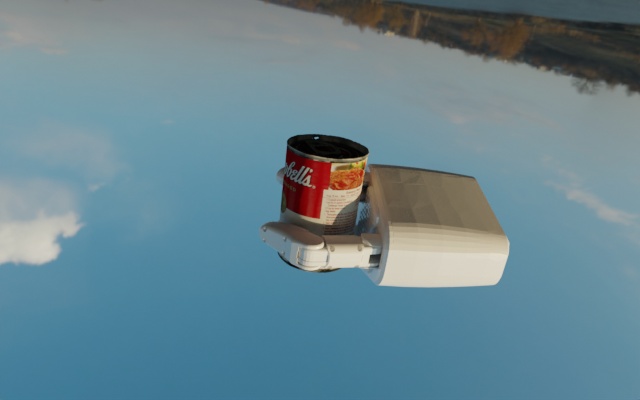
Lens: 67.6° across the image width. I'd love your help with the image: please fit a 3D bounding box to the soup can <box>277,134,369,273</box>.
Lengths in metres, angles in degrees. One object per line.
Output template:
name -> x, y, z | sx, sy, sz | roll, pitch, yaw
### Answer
soup can -> 0.000, 0.002, 0.408 | 0.068, 0.102, 0.068 | 7, 23, -3
